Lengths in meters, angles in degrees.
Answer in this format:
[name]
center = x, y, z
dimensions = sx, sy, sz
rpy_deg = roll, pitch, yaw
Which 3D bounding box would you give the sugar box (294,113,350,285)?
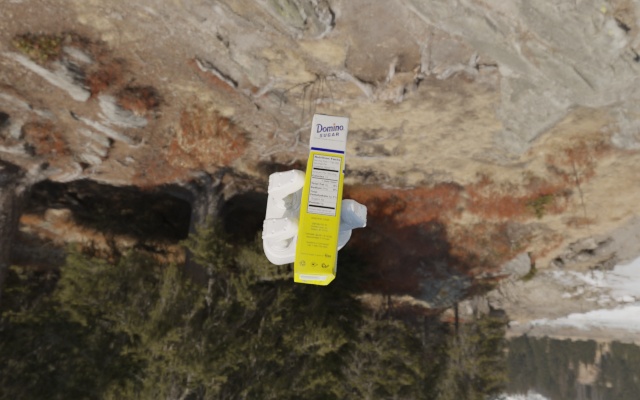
[sugar box]
center = 0.000, 0.002, 0.538
dimensions = 0.048, 0.176, 0.093
rpy_deg = 5, -15, -4
